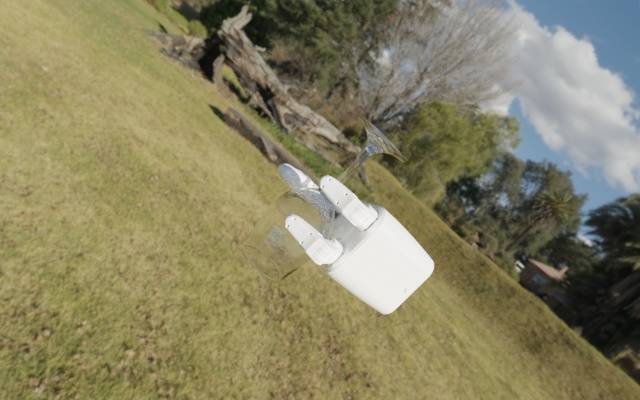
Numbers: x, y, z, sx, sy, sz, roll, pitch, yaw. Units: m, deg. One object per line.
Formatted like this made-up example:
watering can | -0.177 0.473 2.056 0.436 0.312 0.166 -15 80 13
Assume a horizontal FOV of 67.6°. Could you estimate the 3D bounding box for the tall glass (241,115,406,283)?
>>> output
tall glass | 0.000 0.001 0.542 0.079 0.201 0.079 44 5 -5
